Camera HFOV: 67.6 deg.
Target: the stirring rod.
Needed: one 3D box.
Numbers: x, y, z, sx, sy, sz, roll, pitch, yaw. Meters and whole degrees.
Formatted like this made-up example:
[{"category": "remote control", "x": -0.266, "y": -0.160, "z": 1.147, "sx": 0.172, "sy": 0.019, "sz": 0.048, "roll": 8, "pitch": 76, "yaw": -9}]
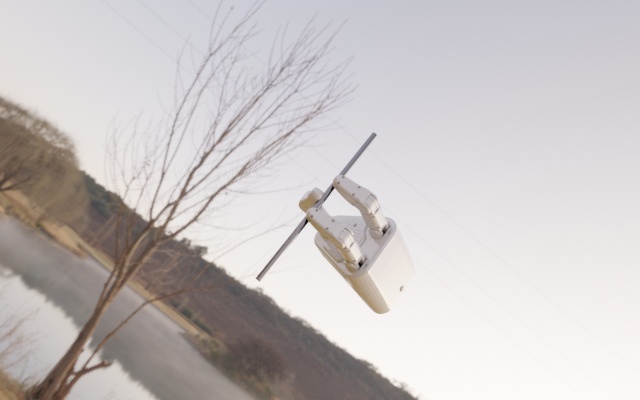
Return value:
[{"category": "stirring rod", "x": 0.000, "y": 0.002, "z": 0.580, "sx": 0.011, "sy": 0.239, "sz": 0.011, "roll": 33, "pitch": -21, "yaw": 15}]
